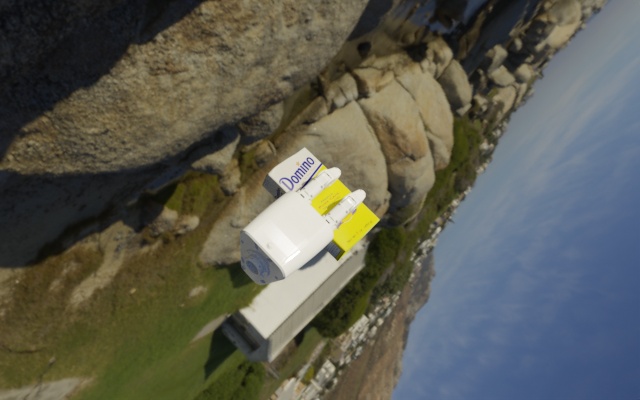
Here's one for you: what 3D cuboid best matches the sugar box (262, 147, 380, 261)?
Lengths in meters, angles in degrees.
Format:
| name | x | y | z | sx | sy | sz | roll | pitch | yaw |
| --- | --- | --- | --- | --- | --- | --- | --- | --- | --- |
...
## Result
| name | x | y | z | sx | sy | sz | roll | pitch | yaw |
| --- | --- | --- | --- | --- | --- | --- | --- | --- | --- |
| sugar box | 0.000 | 0.002 | 0.773 | 0.093 | 0.176 | 0.048 | -39 | -9 | -34 |
